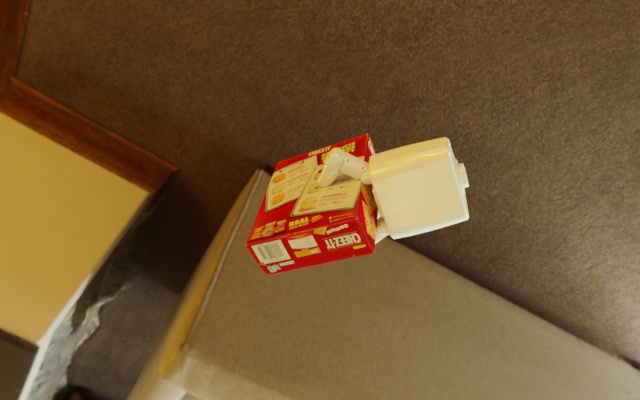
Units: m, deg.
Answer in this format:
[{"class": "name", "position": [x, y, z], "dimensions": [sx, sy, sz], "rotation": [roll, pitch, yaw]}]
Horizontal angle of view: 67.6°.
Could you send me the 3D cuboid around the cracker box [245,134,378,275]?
[{"class": "cracker box", "position": [0.000, 0.002, 0.704], "dimensions": [0.164, 0.072, 0.213], "rotation": [-15, 32, 20]}]
